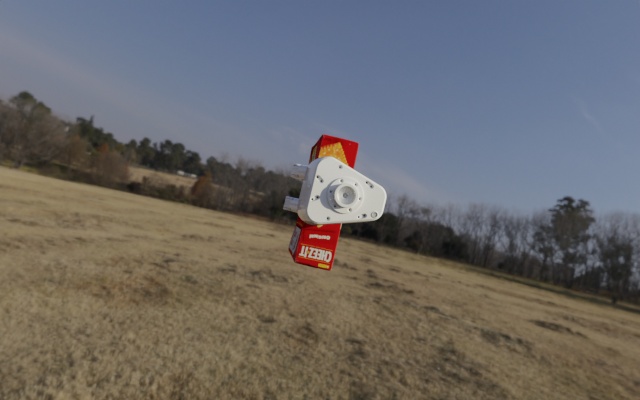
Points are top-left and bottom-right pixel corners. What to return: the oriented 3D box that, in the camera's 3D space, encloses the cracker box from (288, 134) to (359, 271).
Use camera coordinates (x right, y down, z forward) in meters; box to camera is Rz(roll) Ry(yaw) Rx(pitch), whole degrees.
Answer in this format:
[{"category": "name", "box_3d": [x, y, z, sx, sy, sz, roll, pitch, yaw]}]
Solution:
[{"category": "cracker box", "box_3d": [0.000, 0.003, 0.844, 0.072, 0.213, 0.164, 14, -2, -6]}]
